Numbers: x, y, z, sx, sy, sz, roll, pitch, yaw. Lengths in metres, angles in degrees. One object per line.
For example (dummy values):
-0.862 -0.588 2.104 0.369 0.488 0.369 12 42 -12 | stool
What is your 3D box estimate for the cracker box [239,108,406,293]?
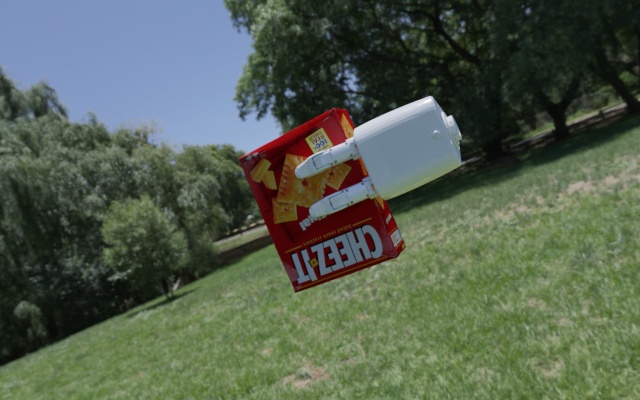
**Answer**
0.000 0.002 0.672 0.164 0.213 0.072 -23 -1 22 | cracker box
